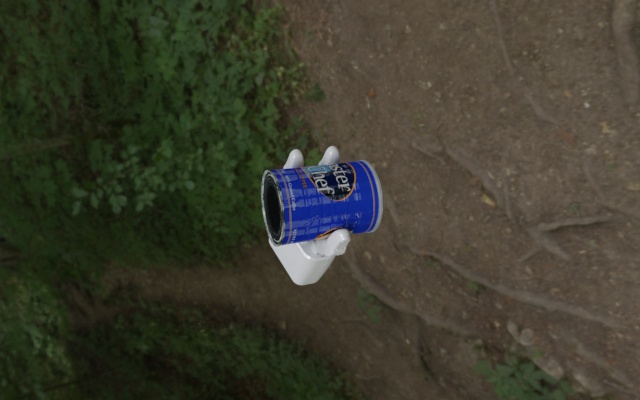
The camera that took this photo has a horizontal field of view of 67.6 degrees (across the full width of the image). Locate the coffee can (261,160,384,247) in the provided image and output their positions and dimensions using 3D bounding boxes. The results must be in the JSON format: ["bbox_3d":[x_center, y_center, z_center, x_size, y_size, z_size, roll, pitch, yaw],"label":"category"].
[{"bbox_3d":[0.000,0.002,0.650,0.140,0.103,0.103,-7,2,-20],"label":"coffee can"}]
